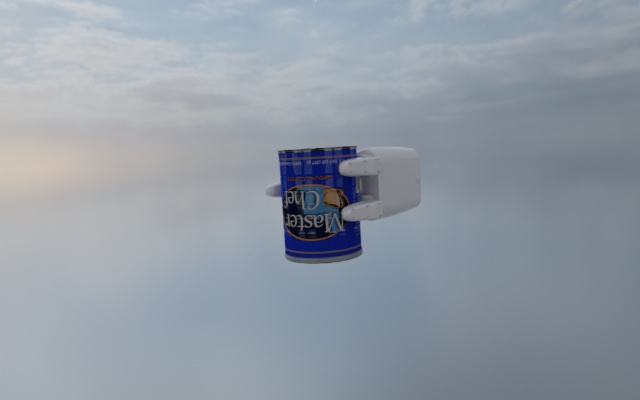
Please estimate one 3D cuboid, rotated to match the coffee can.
[{"bbox_3d":[0.000,0.002,0.621,0.103,0.140,0.103,-3,6,0],"label":"coffee can"}]
